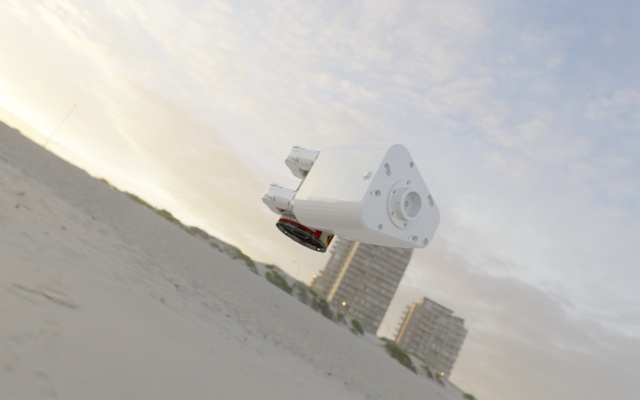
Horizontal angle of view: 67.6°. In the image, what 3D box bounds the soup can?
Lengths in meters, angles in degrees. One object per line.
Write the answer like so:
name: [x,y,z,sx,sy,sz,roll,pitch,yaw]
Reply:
soup can: [0.000,0.002,0.574,0.068,0.102,0.068,26,-17,9]
